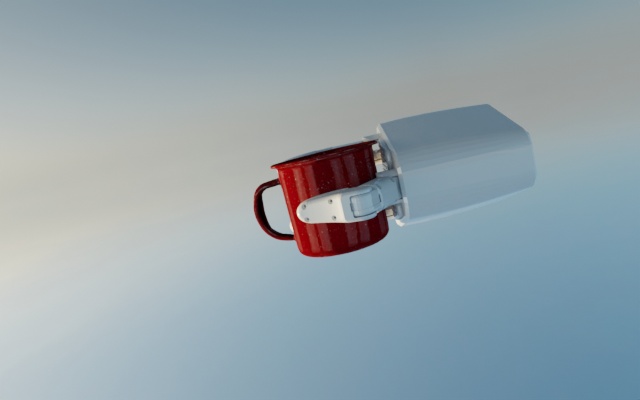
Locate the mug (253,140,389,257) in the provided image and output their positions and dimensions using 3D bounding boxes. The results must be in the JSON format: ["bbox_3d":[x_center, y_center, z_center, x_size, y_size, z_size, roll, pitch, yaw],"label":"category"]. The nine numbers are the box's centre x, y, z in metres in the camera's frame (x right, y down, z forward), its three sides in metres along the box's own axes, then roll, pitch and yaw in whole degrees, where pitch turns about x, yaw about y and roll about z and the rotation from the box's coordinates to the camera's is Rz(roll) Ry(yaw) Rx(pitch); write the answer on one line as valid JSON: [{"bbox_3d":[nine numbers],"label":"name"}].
[{"bbox_3d":[-0.001,0.002,0.411,0.117,0.081,0.093,-13,7,4],"label":"mug"}]
